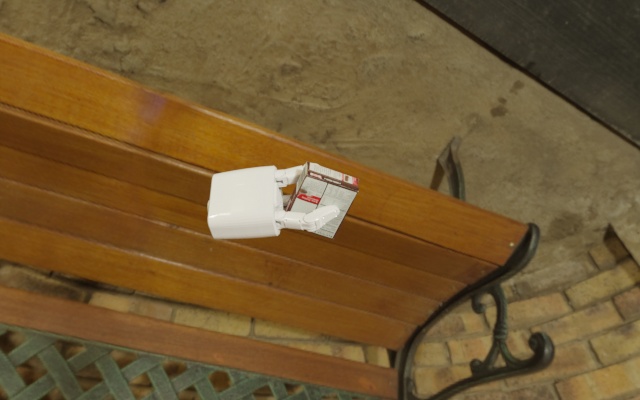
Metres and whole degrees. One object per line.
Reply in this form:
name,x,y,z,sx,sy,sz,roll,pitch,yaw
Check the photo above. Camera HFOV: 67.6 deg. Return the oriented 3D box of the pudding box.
pudding box,0.000,0.003,0.767,0.090,0.114,0.039,17,39,-12
